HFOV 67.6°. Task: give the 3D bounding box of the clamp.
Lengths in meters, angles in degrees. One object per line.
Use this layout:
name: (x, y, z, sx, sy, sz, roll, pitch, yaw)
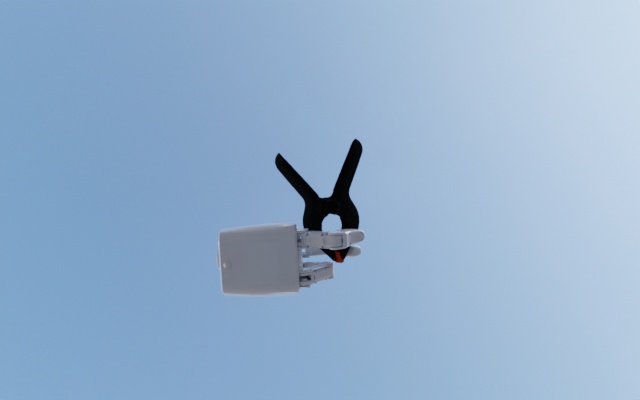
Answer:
clamp: (0.000, 0.002, 0.661, 0.120, 0.171, 0.039, -2, 5, 1)
